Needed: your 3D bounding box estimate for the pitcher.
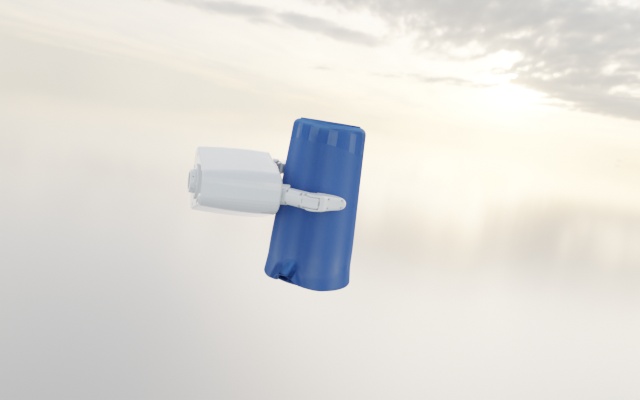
[{"bbox_3d":[0.000,0.002,0.726,0.145,0.243,0.149,5,11,-21],"label":"pitcher"}]
